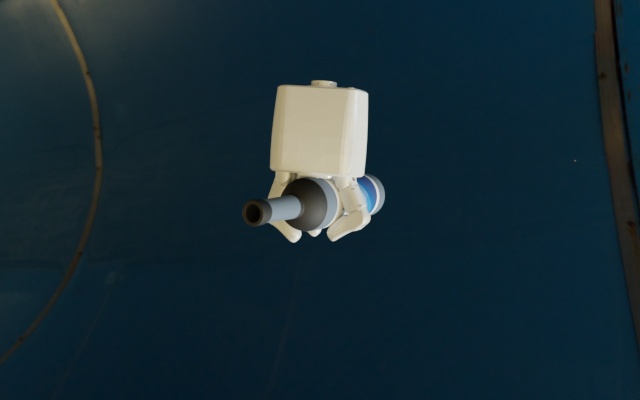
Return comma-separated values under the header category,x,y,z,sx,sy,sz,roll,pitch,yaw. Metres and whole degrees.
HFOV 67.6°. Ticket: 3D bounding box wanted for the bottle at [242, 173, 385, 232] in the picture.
category,x,y,z,sx,sy,sz,roll,pitch,yaw
bottle,0.000,0.002,0.614,0.069,0.069,0.295,0,4,28
